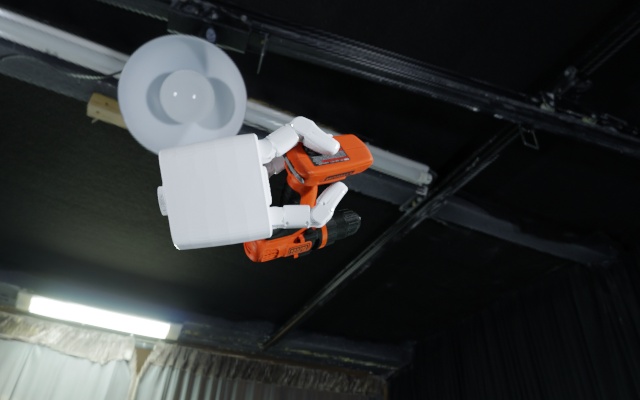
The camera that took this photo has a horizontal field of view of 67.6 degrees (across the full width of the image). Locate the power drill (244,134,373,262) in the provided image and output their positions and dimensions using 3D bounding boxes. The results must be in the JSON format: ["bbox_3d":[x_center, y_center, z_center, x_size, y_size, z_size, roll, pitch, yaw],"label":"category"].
[{"bbox_3d":[0.000,0.002,0.628,0.184,0.057,0.188,-14,-36,-32],"label":"power drill"}]
